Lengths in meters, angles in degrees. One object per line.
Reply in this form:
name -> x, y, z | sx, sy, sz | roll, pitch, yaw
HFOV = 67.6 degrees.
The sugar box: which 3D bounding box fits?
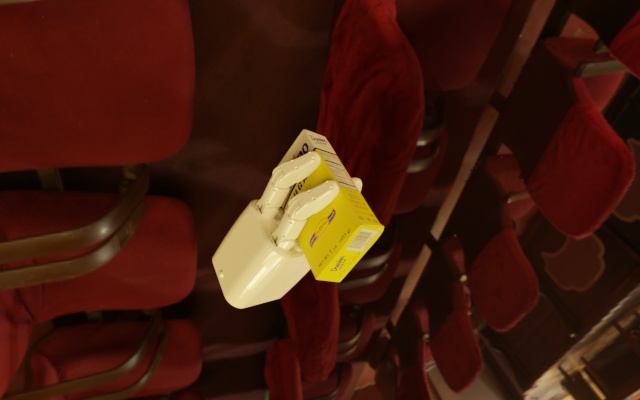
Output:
sugar box -> 0.000, 0.002, 0.586 | 0.048, 0.093, 0.176 | 12, 35, -42
